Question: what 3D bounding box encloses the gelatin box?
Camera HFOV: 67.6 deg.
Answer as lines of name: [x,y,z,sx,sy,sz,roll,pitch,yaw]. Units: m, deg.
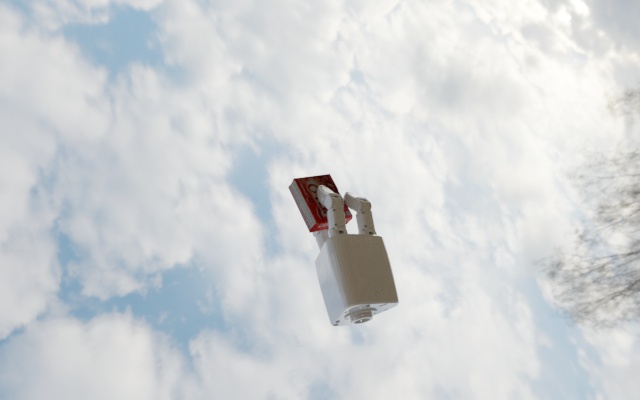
gelatin box: [0.000,0.002,0.762,0.073,0.089,0.030,-10,-28,-37]
